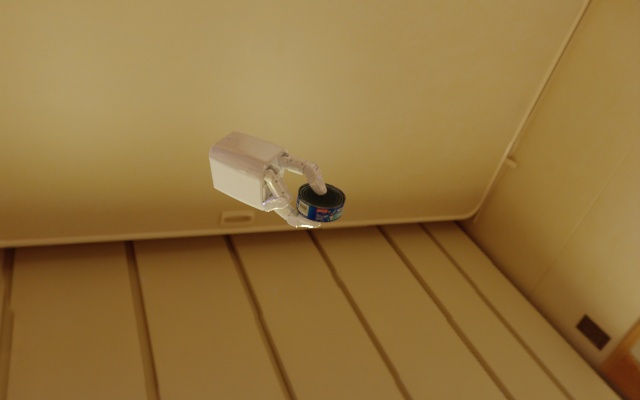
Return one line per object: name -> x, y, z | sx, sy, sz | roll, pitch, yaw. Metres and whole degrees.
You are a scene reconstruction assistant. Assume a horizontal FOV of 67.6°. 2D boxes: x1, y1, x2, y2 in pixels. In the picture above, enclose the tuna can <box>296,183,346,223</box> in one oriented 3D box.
tuna can -> 0.000, 0.003, 0.849 | 0.086, 0.034, 0.086 | 8, 31, -5
